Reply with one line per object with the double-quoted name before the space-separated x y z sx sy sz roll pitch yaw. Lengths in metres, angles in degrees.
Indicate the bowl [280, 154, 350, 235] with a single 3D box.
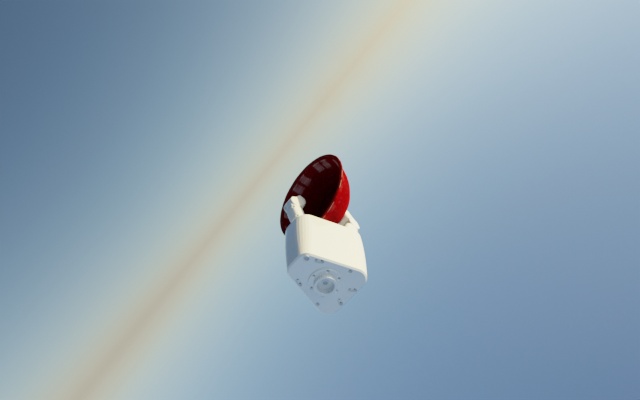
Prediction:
"bowl" 0.000 0.002 0.826 0.055 0.162 0.162 31 -17 -30
